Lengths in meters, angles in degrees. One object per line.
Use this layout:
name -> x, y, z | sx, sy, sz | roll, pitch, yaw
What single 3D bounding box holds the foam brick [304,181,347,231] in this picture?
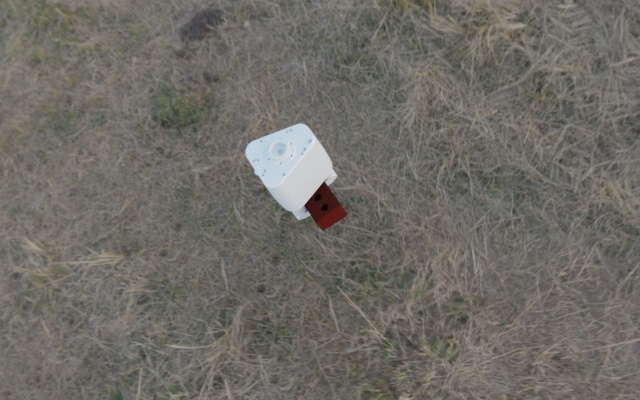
foam brick -> 0.000, 0.003, 0.820 | 0.053, 0.078, 0.051 | -35, -24, 0
